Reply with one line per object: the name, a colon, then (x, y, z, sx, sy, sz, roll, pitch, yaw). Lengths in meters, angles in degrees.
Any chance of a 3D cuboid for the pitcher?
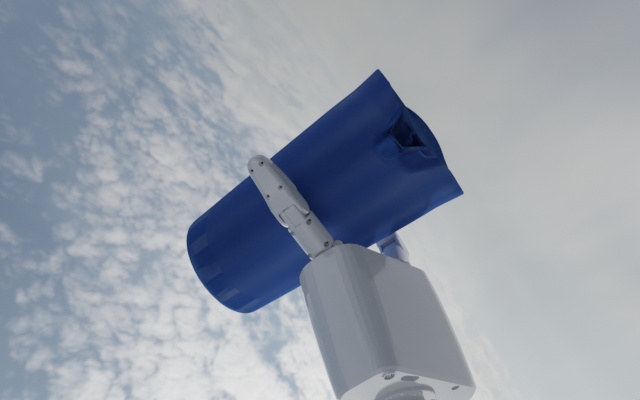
pitcher: (0.000, 0.002, 0.458, 0.243, 0.145, 0.149, -34, -47, 13)
